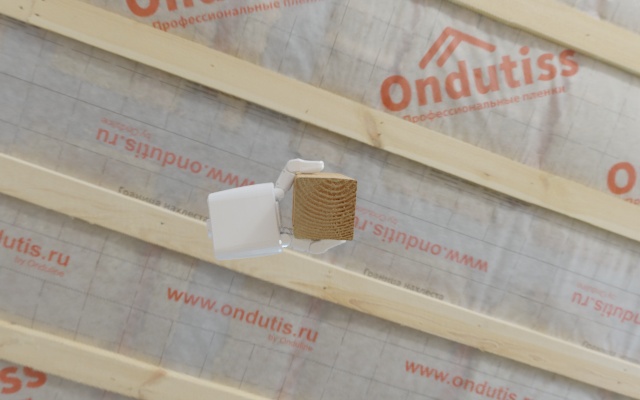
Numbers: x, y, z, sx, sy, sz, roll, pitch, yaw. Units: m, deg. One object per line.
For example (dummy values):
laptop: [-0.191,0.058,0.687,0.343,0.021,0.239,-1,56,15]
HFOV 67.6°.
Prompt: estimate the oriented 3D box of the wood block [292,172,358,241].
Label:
wood block: [0.000,0.002,0.781,0.090,0.091,0.206,2,6,-4]
